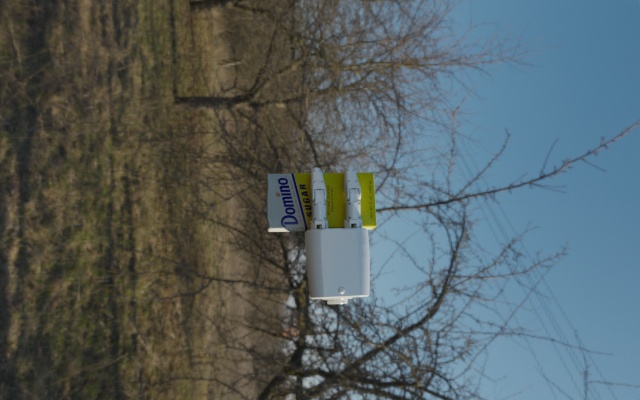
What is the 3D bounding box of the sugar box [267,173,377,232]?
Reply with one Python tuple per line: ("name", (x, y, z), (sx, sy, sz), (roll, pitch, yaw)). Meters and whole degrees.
("sugar box", (0.000, 0.003, 0.785), (0.176, 0.093, 0.048), (-1, -11, -7))
